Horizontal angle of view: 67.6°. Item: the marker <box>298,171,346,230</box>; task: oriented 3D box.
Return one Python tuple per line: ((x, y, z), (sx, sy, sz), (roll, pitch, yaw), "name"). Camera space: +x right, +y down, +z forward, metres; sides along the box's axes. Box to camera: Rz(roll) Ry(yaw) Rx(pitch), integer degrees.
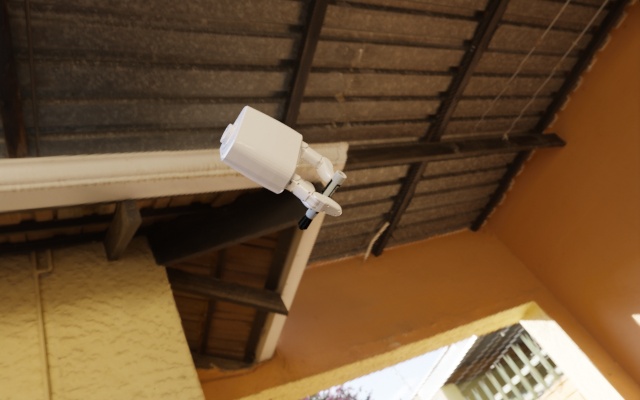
((0.000, 0.003, 0.778), (0.020, 0.121, 0.020), (31, 24, -15), "marker")
